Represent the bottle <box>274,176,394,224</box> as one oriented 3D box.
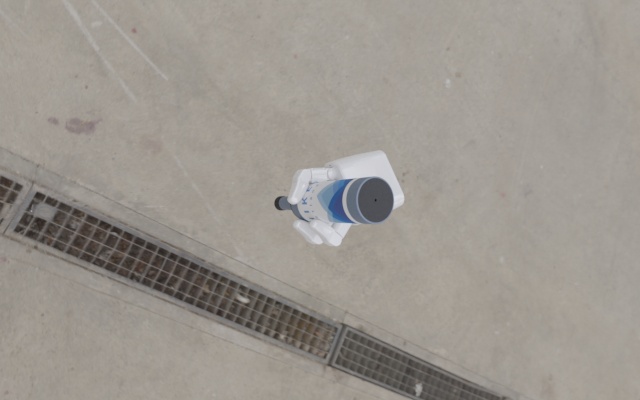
[{"bbox_3d":[0.000,0.003,0.782,0.069,0.069,0.296,0,-1,-31],"label":"bottle"}]
